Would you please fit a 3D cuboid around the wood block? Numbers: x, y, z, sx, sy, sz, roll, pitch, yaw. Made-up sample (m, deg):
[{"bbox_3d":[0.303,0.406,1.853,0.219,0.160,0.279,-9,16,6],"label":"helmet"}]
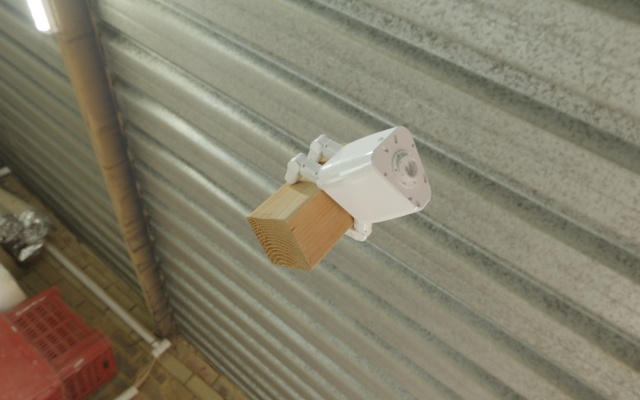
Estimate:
[{"bbox_3d":[0.001,0.003,0.728,0.090,0.091,0.206,1,35,45],"label":"wood block"}]
